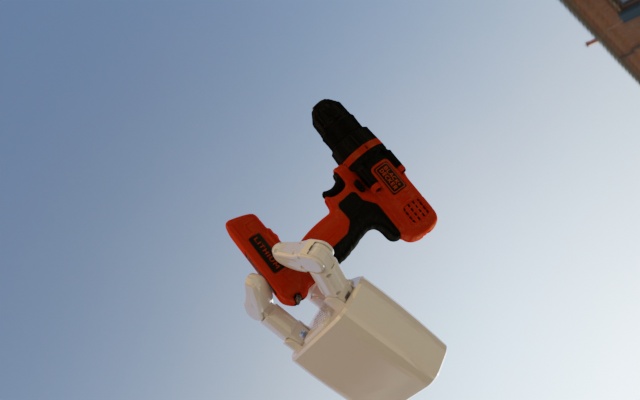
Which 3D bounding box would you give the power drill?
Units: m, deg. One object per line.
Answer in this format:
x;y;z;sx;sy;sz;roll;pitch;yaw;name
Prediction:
0.000;0.002;0.490;0.187;0.184;0.057;-36;-14;-13;power drill
